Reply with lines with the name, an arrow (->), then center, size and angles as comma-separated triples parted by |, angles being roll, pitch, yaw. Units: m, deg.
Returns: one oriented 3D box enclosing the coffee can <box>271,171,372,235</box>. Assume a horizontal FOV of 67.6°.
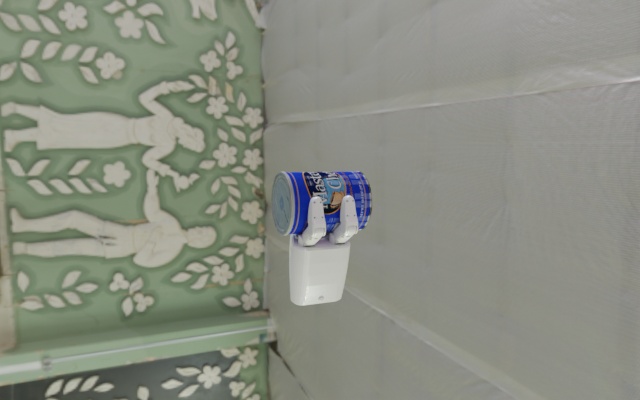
coffee can -> 0.000, 0.002, 0.792 | 0.140, 0.103, 0.103 | -2, 1, -22
